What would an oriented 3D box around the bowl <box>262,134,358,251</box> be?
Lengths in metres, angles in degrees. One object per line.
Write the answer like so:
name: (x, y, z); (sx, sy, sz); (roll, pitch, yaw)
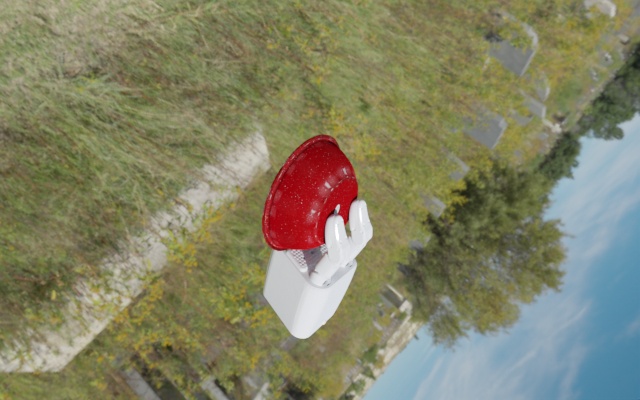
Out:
bowl: (0.000, 0.001, 0.597); (0.055, 0.162, 0.162); (27, 12, 26)
